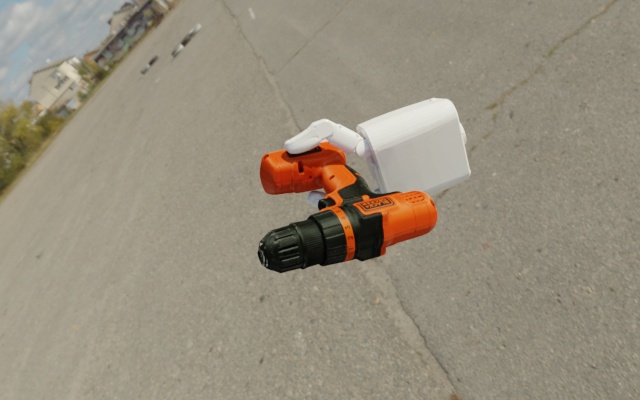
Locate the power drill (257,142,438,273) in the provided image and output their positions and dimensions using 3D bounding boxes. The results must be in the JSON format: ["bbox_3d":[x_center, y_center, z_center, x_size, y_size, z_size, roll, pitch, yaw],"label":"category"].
[{"bbox_3d":[0.000,0.001,0.508,0.184,0.057,0.187,-12,32,-23],"label":"power drill"}]
